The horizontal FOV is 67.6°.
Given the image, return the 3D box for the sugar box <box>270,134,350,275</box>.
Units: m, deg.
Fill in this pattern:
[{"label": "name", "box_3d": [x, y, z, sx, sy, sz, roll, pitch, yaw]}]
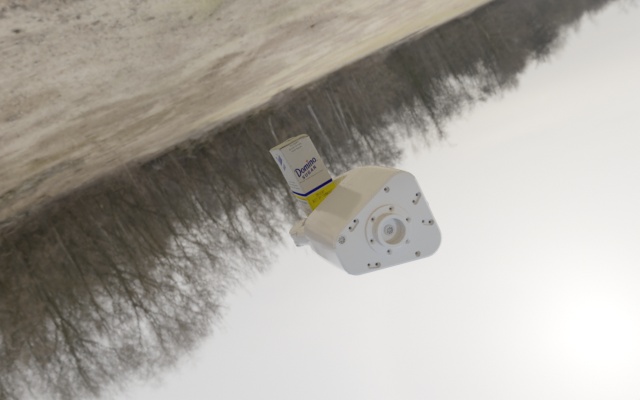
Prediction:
[{"label": "sugar box", "box_3d": [0.001, 0.002, 0.611, 0.048, 0.176, 0.093, -28, 11, -10]}]
